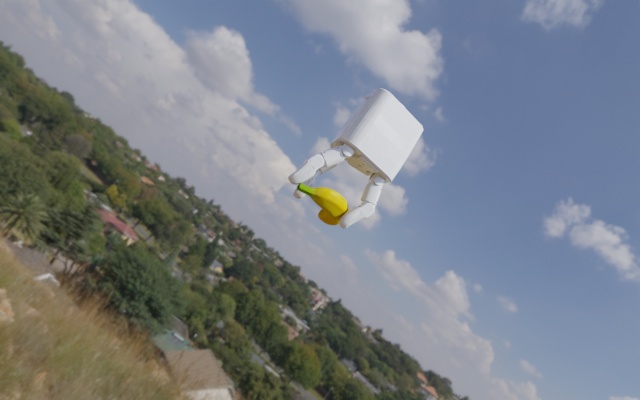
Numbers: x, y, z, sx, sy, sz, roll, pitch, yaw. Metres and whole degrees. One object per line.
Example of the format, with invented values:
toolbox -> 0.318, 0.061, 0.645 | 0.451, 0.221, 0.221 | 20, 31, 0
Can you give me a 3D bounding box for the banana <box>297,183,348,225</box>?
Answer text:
banana -> 0.015, 0.011, 0.787 | 0.069, 0.037, 0.198 | 30, -10, 16
